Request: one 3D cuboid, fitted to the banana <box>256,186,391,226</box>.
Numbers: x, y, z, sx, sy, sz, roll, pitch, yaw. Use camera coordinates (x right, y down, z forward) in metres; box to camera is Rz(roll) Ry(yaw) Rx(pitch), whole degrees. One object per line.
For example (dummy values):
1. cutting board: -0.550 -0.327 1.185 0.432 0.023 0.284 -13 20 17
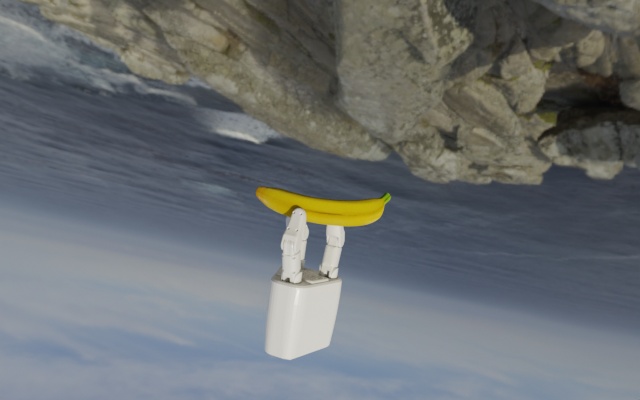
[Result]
1. banana: 0.004 0.009 0.675 0.198 0.037 0.069 5 20 -2
